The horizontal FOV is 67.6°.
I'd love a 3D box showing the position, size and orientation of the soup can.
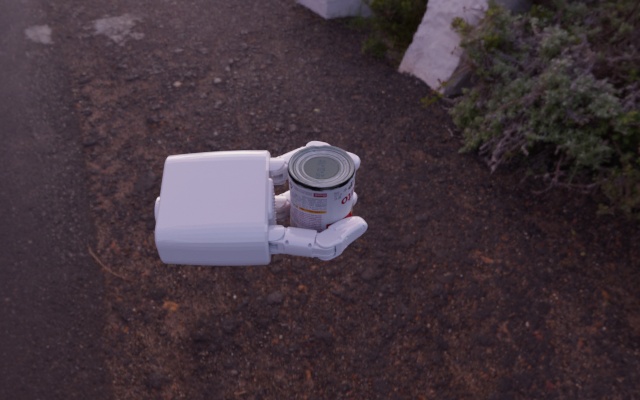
[{"bbox_3d":[0.001,0.001,0.495,0.068,0.102,0.068,1,44,0],"label":"soup can"}]
